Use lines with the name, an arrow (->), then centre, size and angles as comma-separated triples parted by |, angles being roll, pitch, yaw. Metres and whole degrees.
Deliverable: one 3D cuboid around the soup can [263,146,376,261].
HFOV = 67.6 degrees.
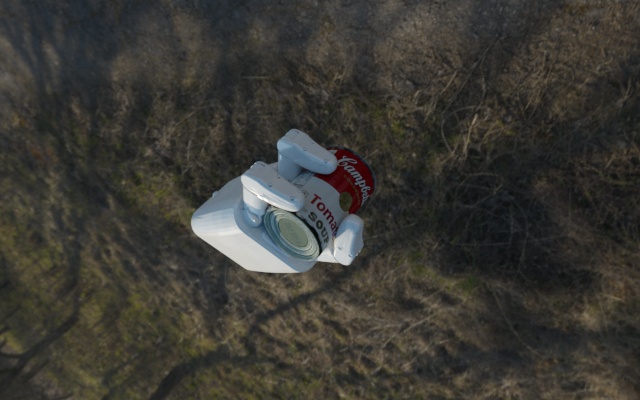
soup can -> 0.000, 0.002, 0.469 | 0.068, 0.068, 0.102 | 0, 37, 44
